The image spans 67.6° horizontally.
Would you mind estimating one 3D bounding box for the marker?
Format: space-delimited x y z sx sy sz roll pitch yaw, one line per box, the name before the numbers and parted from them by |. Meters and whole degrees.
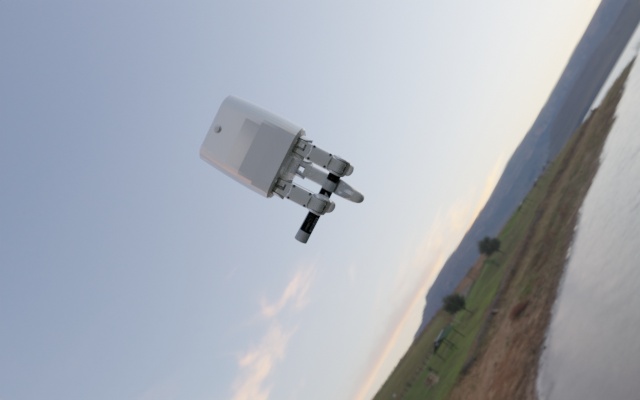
marker | 0.000 0.002 0.648 0.020 0.121 0.020 27 6 -3
